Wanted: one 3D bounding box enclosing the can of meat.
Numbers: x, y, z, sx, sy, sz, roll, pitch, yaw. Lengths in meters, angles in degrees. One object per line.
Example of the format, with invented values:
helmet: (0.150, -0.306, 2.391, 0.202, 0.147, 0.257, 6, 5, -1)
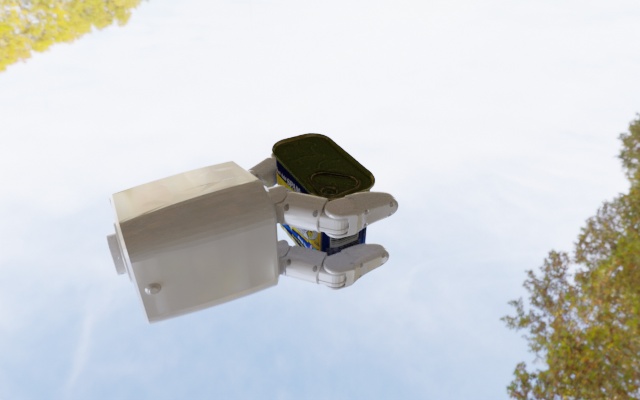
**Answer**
can of meat: (0.000, 0.002, 0.422, 0.057, 0.084, 0.102, -18, 40, -24)
